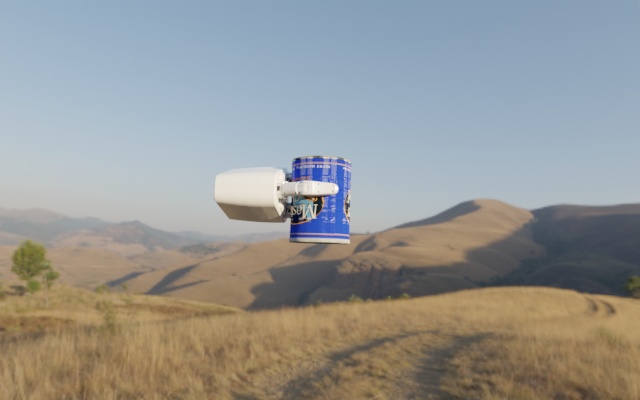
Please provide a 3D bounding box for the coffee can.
[{"bbox_3d":[0.000,0.003,0.812,0.103,0.140,0.103,2,-6,0],"label":"coffee can"}]
